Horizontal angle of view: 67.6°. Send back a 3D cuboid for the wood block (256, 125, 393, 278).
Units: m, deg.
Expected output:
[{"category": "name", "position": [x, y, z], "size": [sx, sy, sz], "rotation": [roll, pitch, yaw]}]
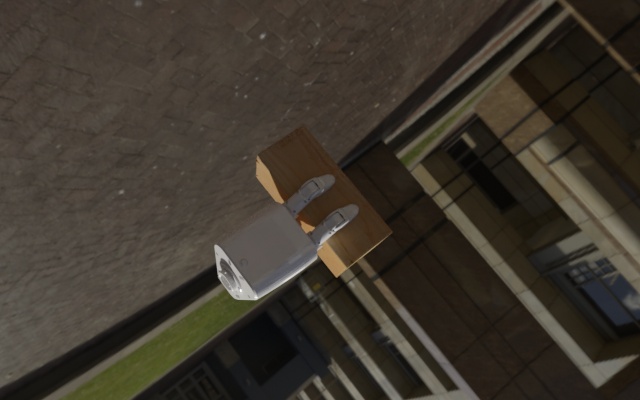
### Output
[{"category": "wood block", "position": [0.000, 0.003, 0.722], "size": [0.090, 0.206, 0.091], "rotation": [-36, -9, -18]}]
